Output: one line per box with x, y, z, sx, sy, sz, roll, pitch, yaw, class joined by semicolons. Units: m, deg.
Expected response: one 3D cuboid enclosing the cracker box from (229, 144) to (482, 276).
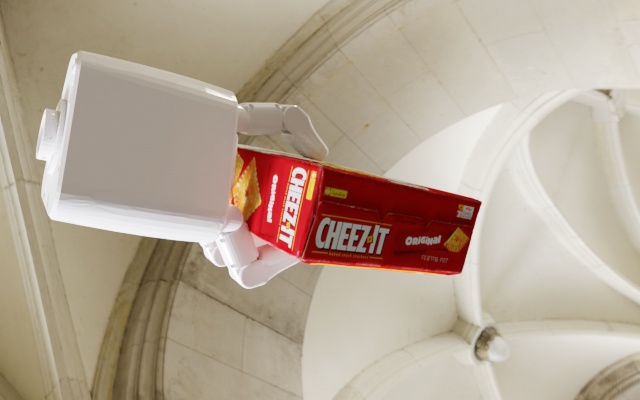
0.000;0.001;0.424;0.164;0.072;0.213;9;6;-35;cracker box
